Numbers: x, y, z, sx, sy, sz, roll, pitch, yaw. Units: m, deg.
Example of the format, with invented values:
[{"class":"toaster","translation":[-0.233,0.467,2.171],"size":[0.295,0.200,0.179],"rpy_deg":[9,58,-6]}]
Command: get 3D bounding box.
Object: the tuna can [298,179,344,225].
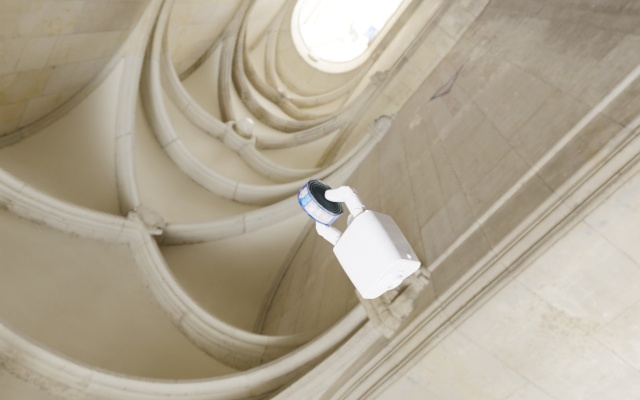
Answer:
[{"class":"tuna can","translation":[0.000,0.003,0.871],"size":[0.034,0.086,0.086],"rpy_deg":[-45,-23,26]}]
